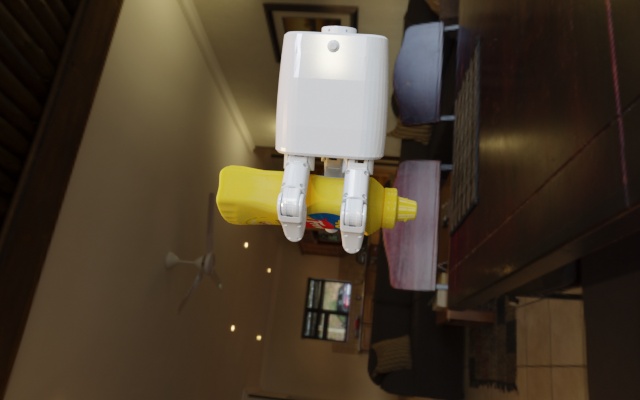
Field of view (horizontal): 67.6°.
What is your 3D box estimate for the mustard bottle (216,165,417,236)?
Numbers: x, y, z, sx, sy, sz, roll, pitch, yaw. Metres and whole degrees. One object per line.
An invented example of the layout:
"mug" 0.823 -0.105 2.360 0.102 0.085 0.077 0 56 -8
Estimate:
"mustard bottle" 0.000 0.002 0.483 0.191 0.058 0.096 4 -13 5
